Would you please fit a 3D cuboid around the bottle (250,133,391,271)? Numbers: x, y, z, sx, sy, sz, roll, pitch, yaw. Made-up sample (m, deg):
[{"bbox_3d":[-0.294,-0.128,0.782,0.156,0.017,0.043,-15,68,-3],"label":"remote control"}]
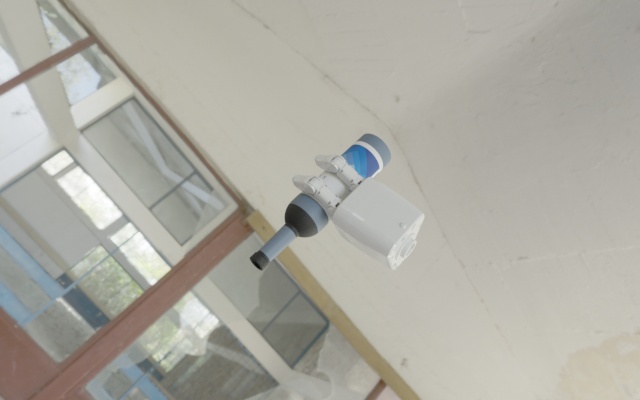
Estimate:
[{"bbox_3d":[0.000,0.002,0.773,0.295,0.069,0.069,-44,22,-24],"label":"bottle"}]
